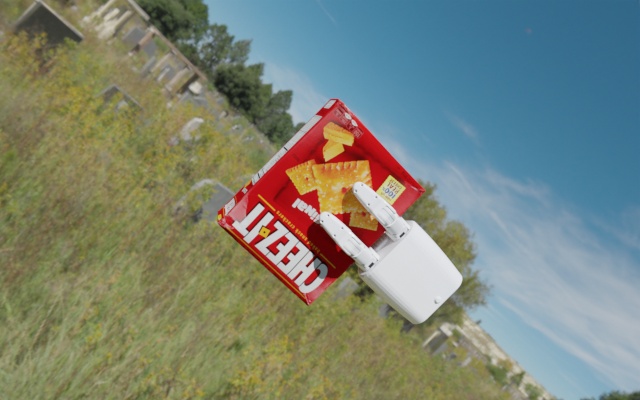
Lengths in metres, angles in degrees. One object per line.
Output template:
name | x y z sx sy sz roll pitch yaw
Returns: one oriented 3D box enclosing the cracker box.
cracker box | 0.000 0.002 0.614 0.164 0.213 0.072 45 1 -14
